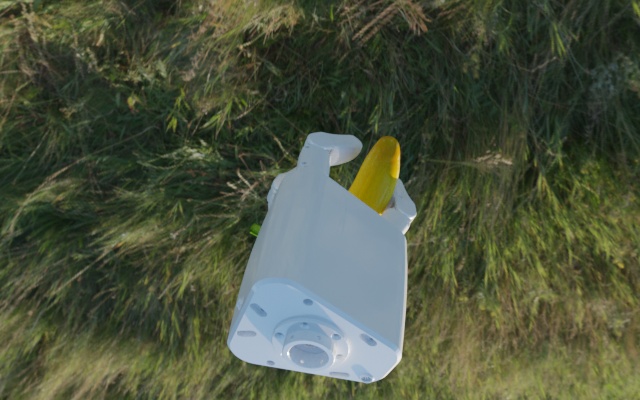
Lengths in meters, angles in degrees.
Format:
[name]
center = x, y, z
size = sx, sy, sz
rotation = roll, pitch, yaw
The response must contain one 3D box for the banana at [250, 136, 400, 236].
[banana]
center = 0.010, 0.016, 0.448
size = 0.198, 0.070, 0.037
rotation = -33, 18, 36
